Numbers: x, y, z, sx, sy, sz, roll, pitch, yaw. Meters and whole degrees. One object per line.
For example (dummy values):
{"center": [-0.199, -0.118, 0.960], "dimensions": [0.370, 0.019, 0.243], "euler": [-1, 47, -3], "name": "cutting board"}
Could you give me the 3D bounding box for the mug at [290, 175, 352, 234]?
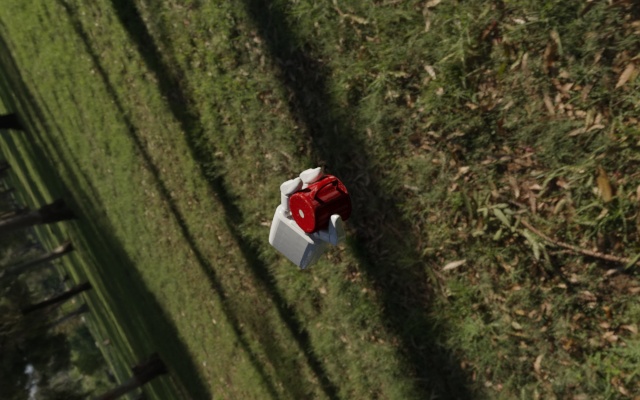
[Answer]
{"center": [0.000, 0.002, 0.870], "dimensions": [0.081, 0.093, 0.117], "euler": [-25, -26, -32], "name": "mug"}
